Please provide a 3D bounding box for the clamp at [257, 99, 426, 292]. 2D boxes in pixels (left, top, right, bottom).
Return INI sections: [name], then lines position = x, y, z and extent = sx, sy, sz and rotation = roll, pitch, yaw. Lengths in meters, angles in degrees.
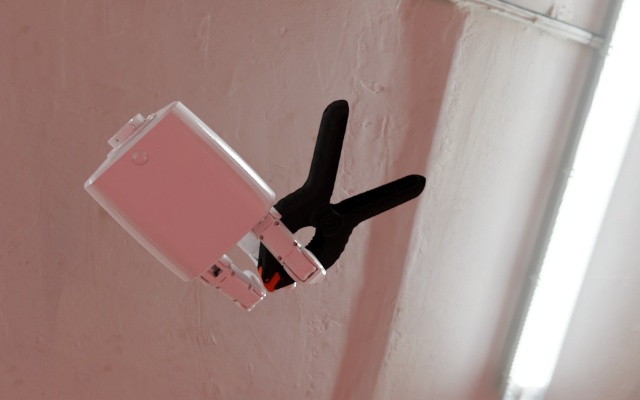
[clamp]
position = 0.000, 0.001, 0.411
extent = 0.171, 0.120, 0.039
rotation = -42, 22, -2
